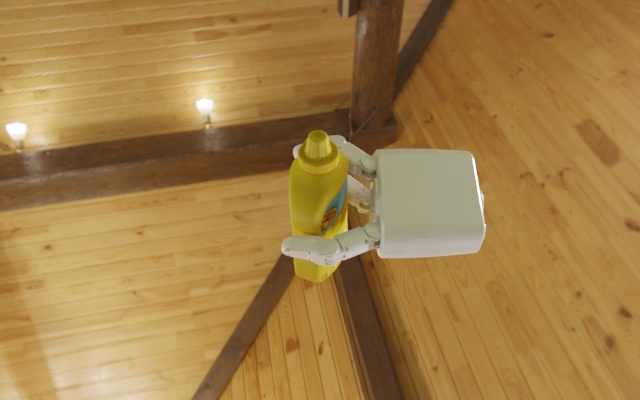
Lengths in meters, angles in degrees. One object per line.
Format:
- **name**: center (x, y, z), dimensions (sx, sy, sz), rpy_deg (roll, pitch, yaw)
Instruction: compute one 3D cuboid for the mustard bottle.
- **mustard bottle**: center (0.000, 0.002, 0.523), dimensions (0.058, 0.096, 0.192), rpy_deg (18, -38, 16)
